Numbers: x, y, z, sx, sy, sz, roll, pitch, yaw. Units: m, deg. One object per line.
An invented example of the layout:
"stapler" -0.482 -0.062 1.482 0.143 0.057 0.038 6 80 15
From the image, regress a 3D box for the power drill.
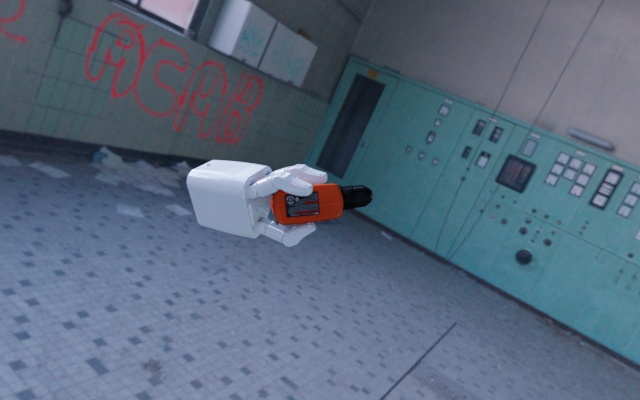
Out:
"power drill" 0.000 0.003 0.795 0.184 0.057 0.187 -8 0 2
